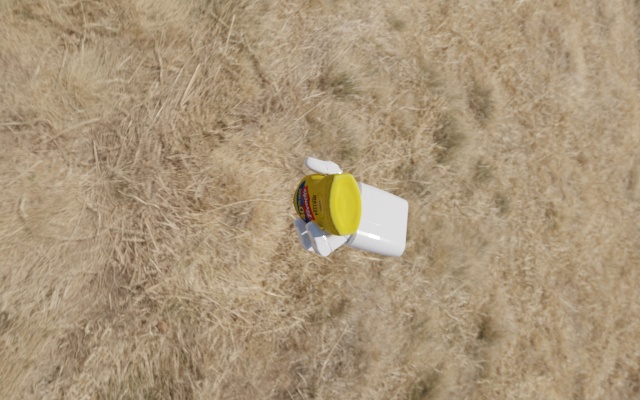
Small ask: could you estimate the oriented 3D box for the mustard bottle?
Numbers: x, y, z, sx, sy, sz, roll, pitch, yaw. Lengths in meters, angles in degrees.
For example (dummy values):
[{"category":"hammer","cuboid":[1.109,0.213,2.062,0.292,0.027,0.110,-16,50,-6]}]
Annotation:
[{"category":"mustard bottle","cuboid":[0.000,0.003,0.805,0.058,0.096,0.191,-10,6,-24]}]
